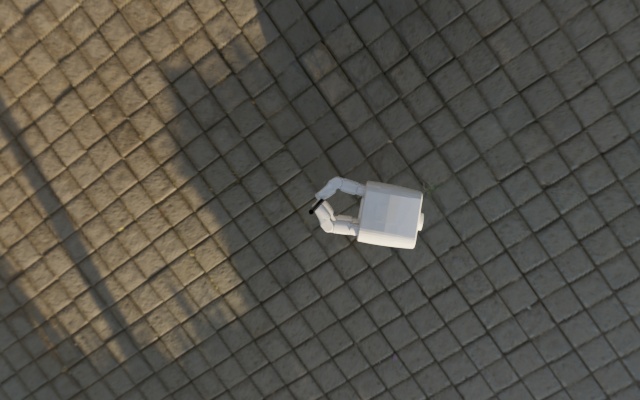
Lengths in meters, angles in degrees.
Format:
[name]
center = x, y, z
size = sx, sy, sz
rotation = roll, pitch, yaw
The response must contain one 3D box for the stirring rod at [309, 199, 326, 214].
[stirring rod]
center = 0.000, 0.003, 0.886
size = 0.011, 0.011, 0.239
rotation = 0, 7, 7
